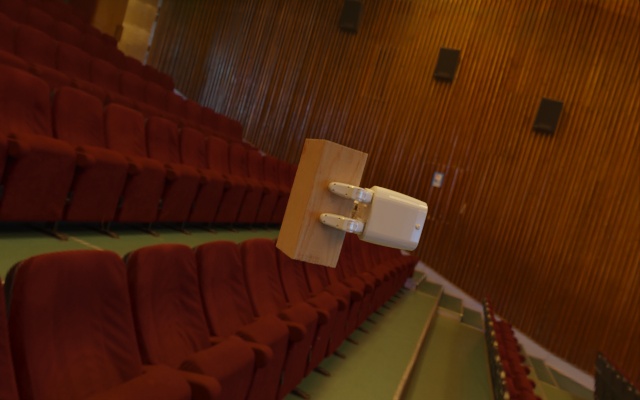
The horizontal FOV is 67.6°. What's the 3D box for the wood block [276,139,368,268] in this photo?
[{"bbox_3d":[0.000,0.003,0.850,0.090,0.206,0.091,15,2,-24],"label":"wood block"}]
